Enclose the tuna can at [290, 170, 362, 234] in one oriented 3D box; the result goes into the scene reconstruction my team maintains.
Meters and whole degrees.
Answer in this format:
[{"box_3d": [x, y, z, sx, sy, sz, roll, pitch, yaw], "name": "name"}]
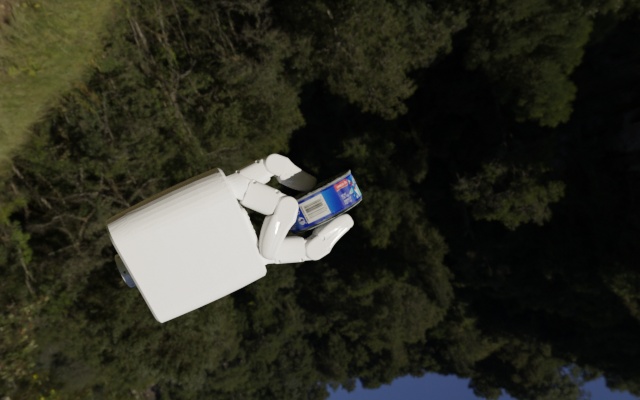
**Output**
[{"box_3d": [0.000, 0.002, 0.503, 0.086, 0.034, 0.086, -27, 5, 2], "name": "tuna can"}]
